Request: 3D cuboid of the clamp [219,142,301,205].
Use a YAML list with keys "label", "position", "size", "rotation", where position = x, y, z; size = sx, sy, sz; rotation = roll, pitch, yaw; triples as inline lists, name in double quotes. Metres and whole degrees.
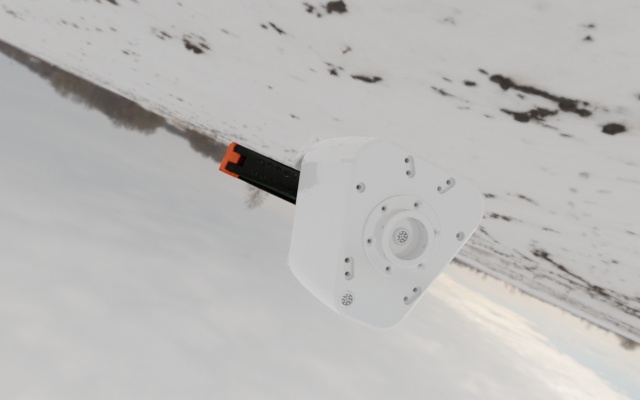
- label: "clamp"
  position: [-0.001, 0.002, 0.474]
  size: [0.210, 0.036, 0.164]
  rotation: [25, -5, -16]
